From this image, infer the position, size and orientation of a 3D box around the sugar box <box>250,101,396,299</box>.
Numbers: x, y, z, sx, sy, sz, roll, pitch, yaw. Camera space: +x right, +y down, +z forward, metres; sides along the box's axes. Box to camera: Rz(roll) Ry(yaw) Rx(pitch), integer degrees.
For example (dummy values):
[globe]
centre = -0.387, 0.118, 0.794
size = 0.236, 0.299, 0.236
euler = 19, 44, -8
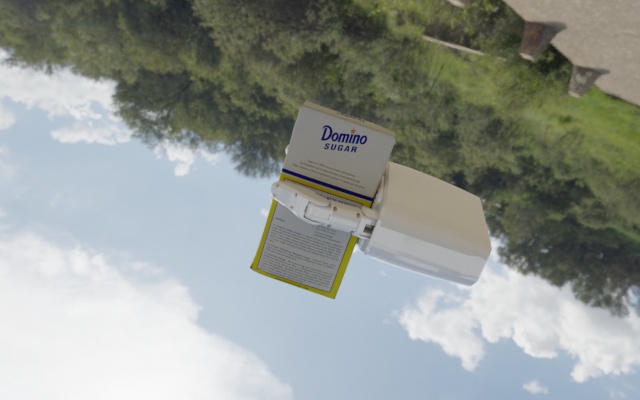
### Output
[sugar box]
centre = 0.000, 0.002, 0.471
size = 0.093, 0.176, 0.048
euler = 19, 16, -2
